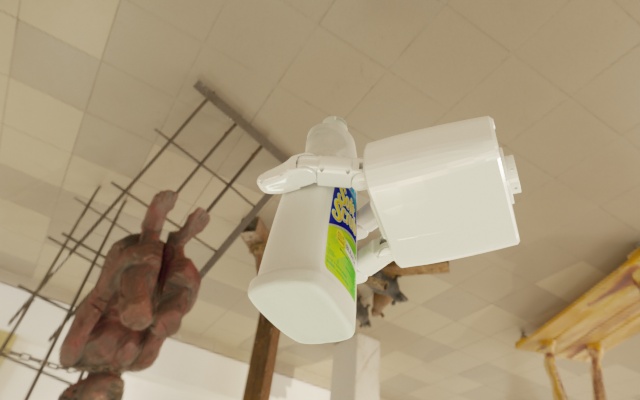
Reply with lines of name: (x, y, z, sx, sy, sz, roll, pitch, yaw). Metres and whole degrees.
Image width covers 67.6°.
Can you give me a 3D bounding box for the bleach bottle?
bleach bottle: (0.000, 0.002, 0.463, 0.068, 0.250, 0.103, -13, -45, 22)
